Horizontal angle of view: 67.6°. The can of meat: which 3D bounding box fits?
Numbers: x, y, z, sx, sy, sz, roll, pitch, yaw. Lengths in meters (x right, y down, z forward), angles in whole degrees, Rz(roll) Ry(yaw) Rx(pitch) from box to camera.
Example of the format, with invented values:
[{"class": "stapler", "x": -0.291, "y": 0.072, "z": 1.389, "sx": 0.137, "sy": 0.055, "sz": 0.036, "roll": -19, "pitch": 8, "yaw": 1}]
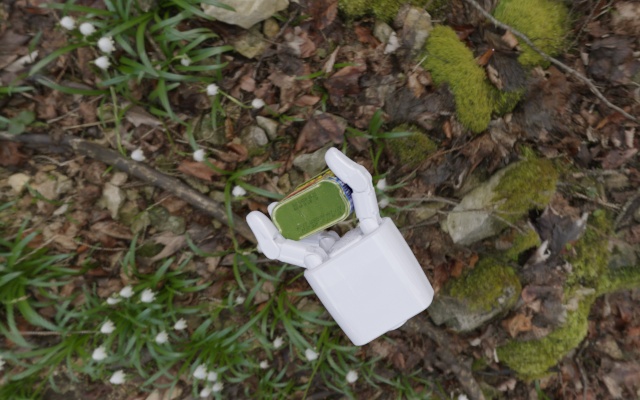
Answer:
[{"class": "can of meat", "x": 0.000, "y": 0.002, "z": 0.575, "sx": 0.102, "sy": 0.057, "sz": 0.084, "roll": -28, "pitch": 6, "yaw": 25}]
